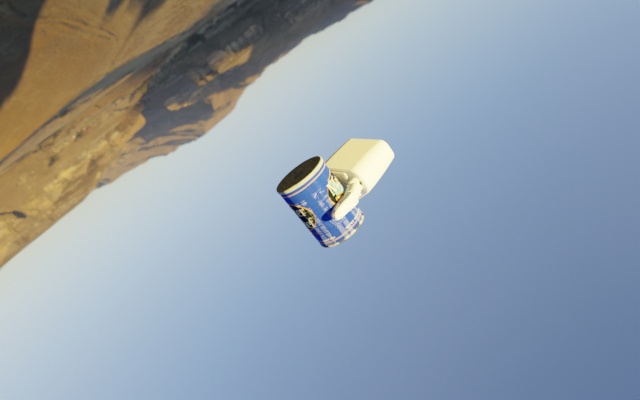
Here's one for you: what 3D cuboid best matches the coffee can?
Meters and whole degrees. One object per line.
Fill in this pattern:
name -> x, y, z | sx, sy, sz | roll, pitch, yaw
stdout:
coffee can -> 0.000, 0.003, 0.891 | 0.103, 0.140, 0.102 | -33, 20, 14
